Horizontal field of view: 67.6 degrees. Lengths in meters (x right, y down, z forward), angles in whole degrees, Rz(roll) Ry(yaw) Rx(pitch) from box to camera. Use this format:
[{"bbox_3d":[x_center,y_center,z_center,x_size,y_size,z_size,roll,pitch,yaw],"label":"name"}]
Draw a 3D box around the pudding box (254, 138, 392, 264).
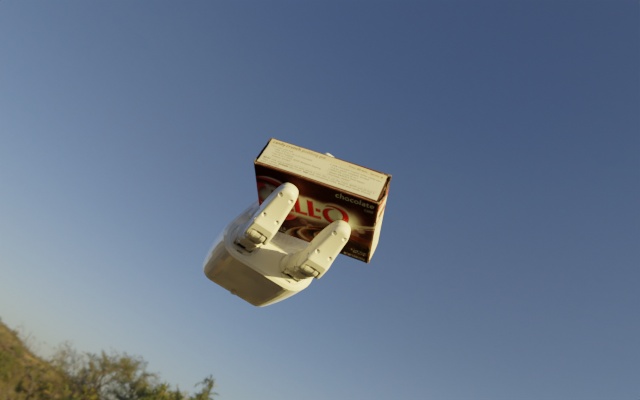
[{"bbox_3d":[0.000,0.001,0.423,0.113,0.039,0.090,17,-36,12],"label":"pudding box"}]
